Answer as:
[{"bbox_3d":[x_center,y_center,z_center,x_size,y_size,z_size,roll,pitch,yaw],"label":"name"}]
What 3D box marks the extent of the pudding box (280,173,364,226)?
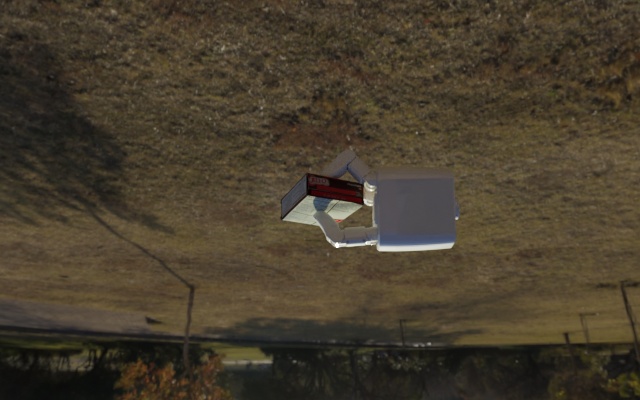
[{"bbox_3d":[0.000,0.002,0.703,0.090,0.039,0.113,11,-26,-21],"label":"pudding box"}]
